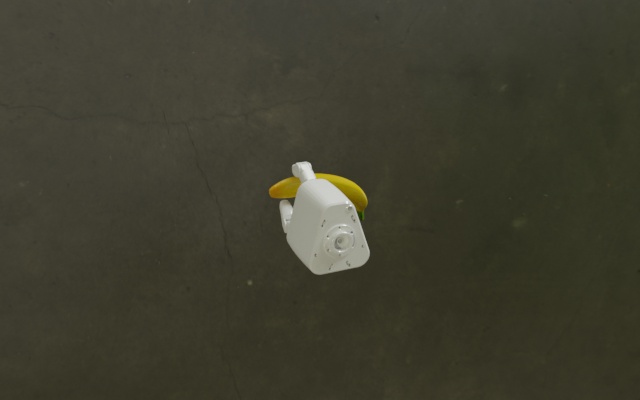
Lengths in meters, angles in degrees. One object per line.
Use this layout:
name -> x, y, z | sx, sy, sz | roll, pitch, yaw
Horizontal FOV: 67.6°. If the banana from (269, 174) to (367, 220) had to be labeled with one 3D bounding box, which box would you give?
banana -> 0.010, -0.013, 0.832 | 0.198, 0.069, 0.037 | 16, 14, -26
